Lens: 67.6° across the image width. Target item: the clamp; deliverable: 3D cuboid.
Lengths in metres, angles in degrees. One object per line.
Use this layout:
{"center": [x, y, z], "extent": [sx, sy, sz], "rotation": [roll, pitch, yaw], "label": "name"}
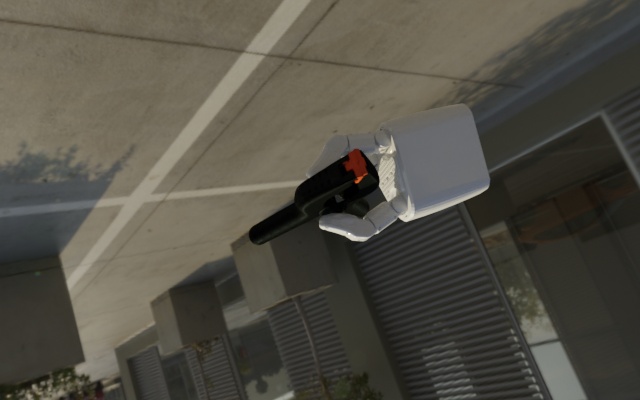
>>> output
{"center": [0.001, 0.002, 0.535], "extent": [0.164, 0.036, 0.210], "rotation": [-17, -14, -13], "label": "clamp"}
